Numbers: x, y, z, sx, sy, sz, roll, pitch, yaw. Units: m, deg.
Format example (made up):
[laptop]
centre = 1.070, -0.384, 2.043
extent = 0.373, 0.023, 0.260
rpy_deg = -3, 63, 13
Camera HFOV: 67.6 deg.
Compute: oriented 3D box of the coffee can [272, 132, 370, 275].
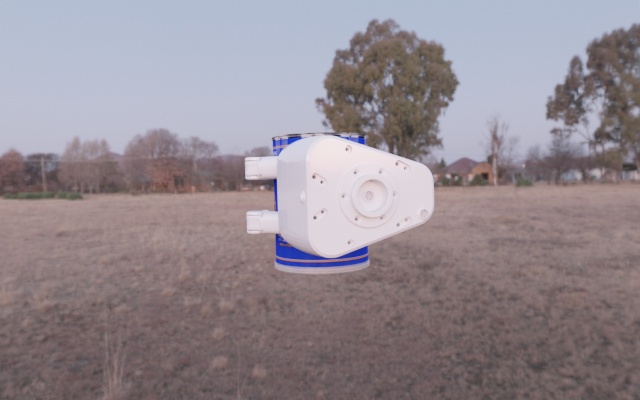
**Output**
[coffee can]
centre = 0.000, 0.002, 0.518
extent = 0.103, 0.140, 0.103
rpy_deg = -2, 2, 0
